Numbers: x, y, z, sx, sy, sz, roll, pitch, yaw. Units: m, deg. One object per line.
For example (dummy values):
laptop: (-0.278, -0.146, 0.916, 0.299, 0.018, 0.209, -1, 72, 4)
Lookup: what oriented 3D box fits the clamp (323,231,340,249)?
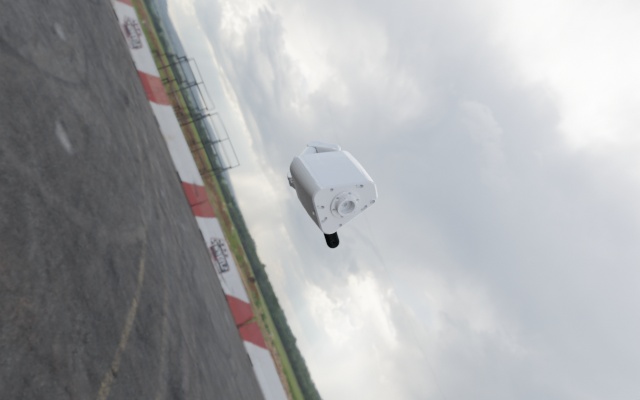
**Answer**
clamp: (0.001, 0.002, 0.879, 0.039, 0.172, 0.120, -22, 37, -10)
